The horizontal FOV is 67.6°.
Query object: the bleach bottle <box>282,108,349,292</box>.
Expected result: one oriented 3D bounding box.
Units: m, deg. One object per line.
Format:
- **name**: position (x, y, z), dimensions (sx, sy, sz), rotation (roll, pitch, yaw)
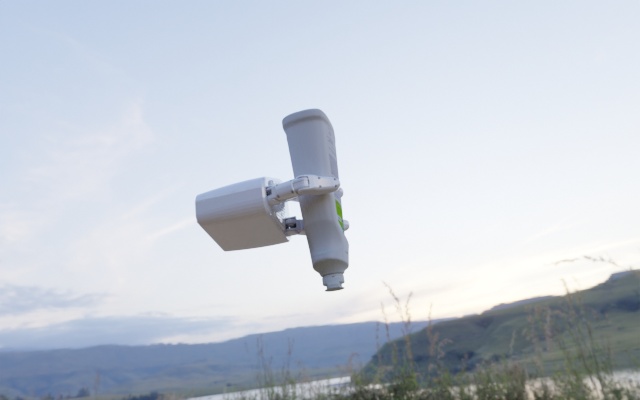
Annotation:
- **bleach bottle**: position (0.000, 0.002, 0.684), dimensions (0.068, 0.250, 0.102), rotation (-13, -20, 14)
